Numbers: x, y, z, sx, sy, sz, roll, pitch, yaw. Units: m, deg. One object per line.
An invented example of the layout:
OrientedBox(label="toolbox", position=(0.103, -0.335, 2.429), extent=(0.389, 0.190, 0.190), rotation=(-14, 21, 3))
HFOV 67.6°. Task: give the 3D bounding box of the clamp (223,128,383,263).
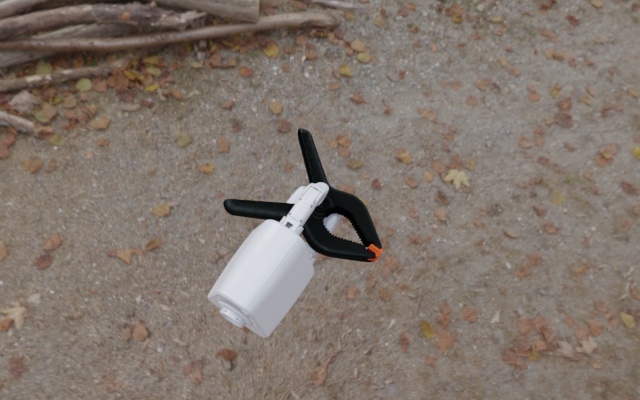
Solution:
OrientedBox(label="clamp", position=(0.001, 0.002, 0.642), extent=(0.210, 0.164, 0.036), rotation=(32, -23, 8))
